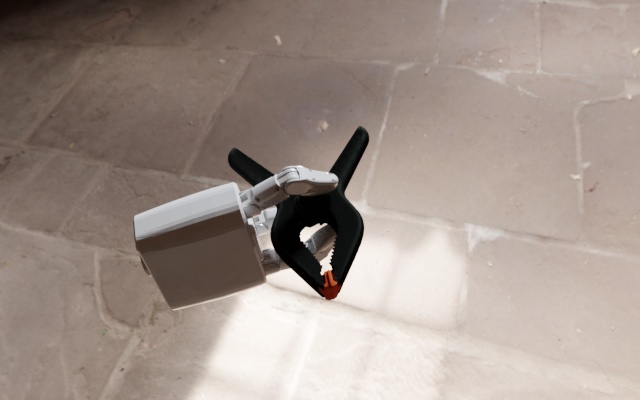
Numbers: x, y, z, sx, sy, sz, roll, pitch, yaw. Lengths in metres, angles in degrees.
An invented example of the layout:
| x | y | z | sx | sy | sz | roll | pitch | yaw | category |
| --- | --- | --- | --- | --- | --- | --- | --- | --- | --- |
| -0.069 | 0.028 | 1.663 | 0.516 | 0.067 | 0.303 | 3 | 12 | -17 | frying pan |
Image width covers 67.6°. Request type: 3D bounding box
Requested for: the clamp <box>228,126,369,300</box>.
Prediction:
| x | y | z | sx | sy | sz | roll | pitch | yaw | category |
| --- | --- | --- | --- | --- | --- | --- | --- | --- | --- |
| 0.000 | 0.002 | 0.502 | 0.164 | 0.209 | 0.036 | -17 | -37 | -7 | clamp |
